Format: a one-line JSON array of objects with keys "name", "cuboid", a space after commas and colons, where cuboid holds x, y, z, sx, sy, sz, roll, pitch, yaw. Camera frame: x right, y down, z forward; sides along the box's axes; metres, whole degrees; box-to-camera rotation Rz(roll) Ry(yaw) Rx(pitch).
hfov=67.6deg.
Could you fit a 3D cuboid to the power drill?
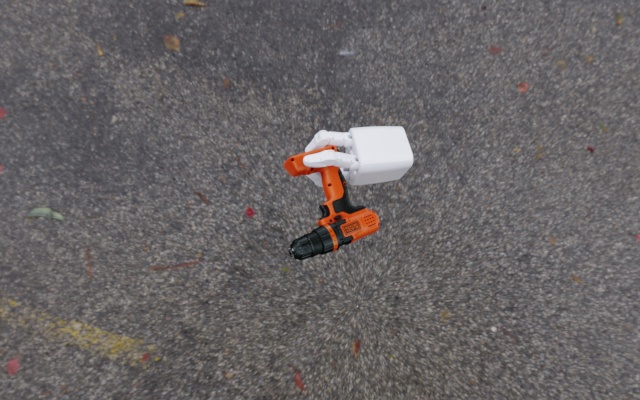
[{"name": "power drill", "cuboid": [0.000, 0.002, 0.883, 0.184, 0.187, 0.057, -19, -7, -25]}]
